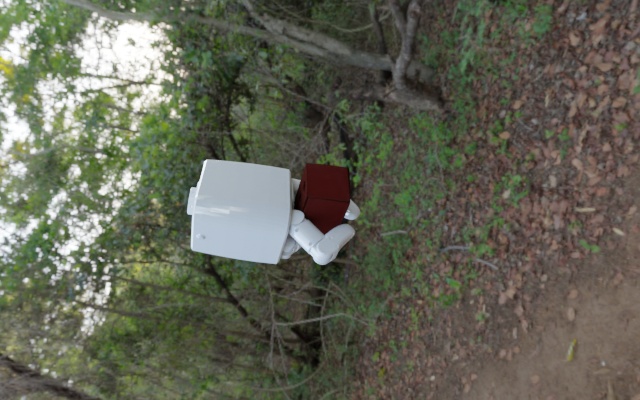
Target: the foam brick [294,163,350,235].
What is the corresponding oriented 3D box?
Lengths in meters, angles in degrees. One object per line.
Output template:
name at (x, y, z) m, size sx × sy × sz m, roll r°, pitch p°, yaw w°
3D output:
foam brick at (0.000, 0.002, 0.562) m, size 0.051 × 0.053 × 0.078 m, roll 8°, pitch -40°, yaw -11°
